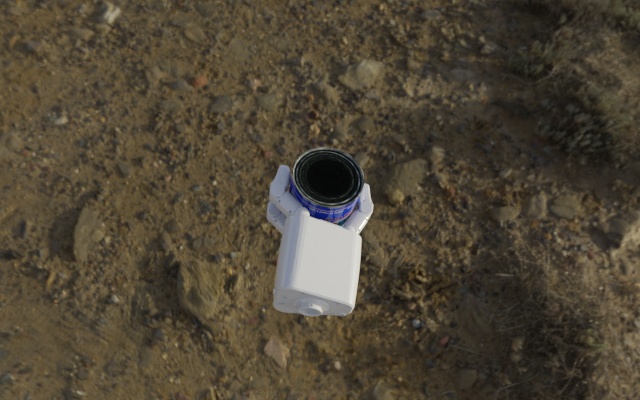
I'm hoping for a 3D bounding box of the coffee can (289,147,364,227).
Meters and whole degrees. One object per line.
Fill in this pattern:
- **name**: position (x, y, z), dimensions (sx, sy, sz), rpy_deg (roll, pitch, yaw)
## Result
- **coffee can**: position (0.000, 0.002, 0.721), dimensions (0.103, 0.102, 0.140), rpy_deg (0, -32, -11)
